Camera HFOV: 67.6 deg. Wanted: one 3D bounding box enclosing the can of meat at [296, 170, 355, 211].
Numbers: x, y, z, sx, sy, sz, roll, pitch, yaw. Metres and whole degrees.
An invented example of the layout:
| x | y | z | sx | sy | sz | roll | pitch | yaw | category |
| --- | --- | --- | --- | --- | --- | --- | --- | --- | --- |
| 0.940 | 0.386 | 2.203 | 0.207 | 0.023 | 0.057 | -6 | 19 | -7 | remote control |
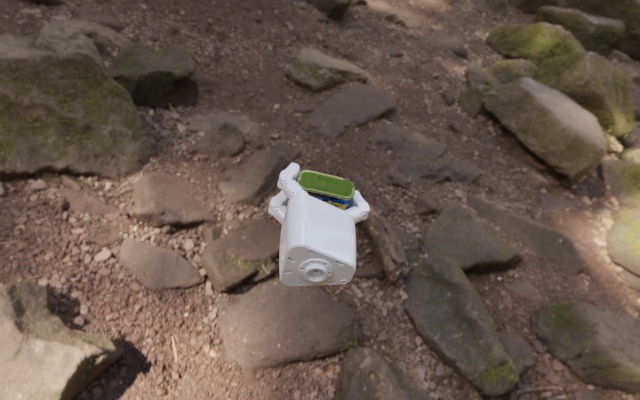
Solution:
| x | y | z | sx | sy | sz | roll | pitch | yaw | category |
| --- | --- | --- | --- | --- | --- | --- | --- | --- | --- |
| 0.000 | 0.002 | 0.800 | 0.102 | 0.084 | 0.057 | 12 | 40 | -7 | can of meat |
